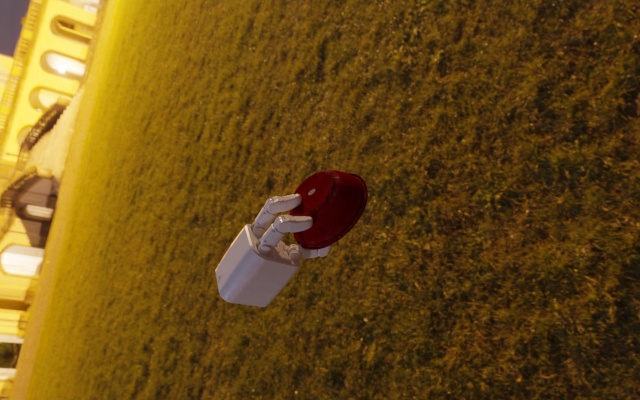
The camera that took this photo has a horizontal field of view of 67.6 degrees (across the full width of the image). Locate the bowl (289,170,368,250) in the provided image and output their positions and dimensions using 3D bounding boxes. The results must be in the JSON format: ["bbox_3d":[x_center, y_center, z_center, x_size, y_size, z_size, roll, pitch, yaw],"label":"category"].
[{"bbox_3d":[0.001,0.001,0.823,0.162,0.162,0.055,0,-35,46],"label":"bowl"}]
